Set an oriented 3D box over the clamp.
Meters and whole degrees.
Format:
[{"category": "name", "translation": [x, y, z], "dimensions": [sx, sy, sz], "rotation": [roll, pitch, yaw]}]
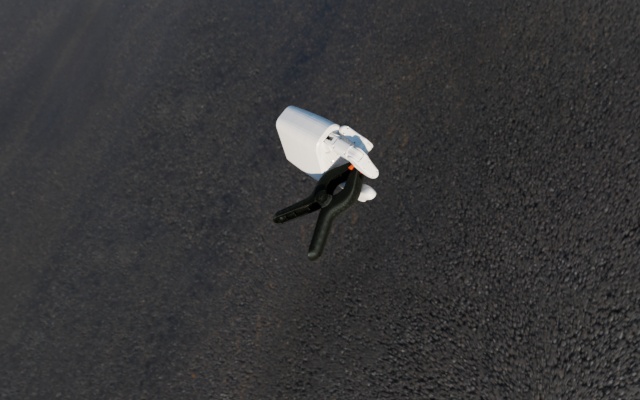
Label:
[{"category": "clamp", "translation": [0.000, 0.002, 0.767], "dimensions": [0.120, 0.171, 0.039], "rotation": [32, -9, 33]}]
